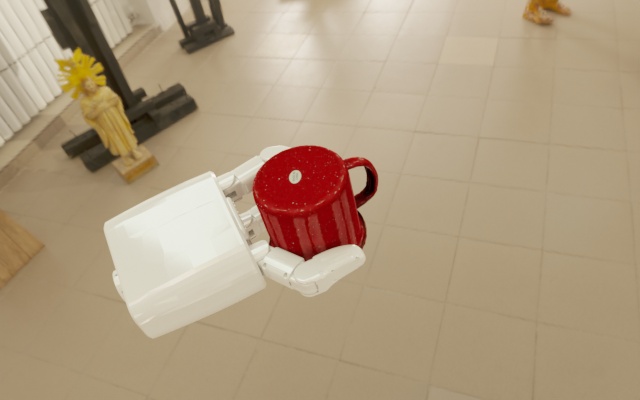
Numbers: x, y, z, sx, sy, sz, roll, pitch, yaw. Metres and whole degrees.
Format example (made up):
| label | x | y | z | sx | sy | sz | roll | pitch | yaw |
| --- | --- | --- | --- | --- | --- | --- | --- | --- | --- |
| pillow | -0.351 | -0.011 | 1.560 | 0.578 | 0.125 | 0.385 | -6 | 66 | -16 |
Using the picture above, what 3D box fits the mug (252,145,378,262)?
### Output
| label | x | y | z | sx | sy | sz | roll | pitch | yaw |
| --- | --- | --- | --- | --- | --- | --- | --- | --- | --- |
| mug | 0.001 | 0.001 | 0.419 | 0.117 | 0.082 | 0.093 | -27 | 47 | -11 |
